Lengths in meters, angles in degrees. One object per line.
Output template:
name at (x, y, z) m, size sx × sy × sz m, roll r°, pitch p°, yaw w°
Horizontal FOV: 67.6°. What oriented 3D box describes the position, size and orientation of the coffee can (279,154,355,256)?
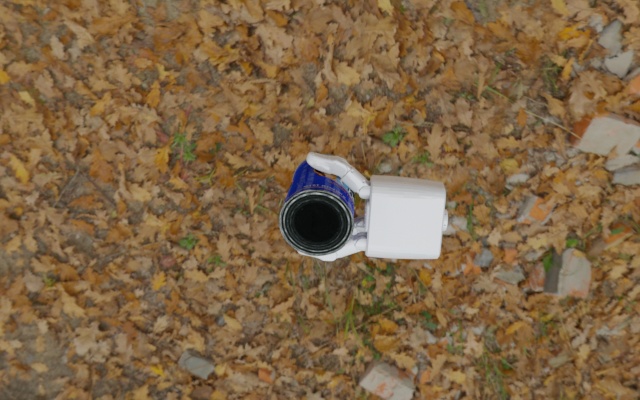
coffee can at (0.000, 0.002, 0.707) m, size 0.103 × 0.103 × 0.140 m, roll 0°, pitch 25°, yaw 5°
